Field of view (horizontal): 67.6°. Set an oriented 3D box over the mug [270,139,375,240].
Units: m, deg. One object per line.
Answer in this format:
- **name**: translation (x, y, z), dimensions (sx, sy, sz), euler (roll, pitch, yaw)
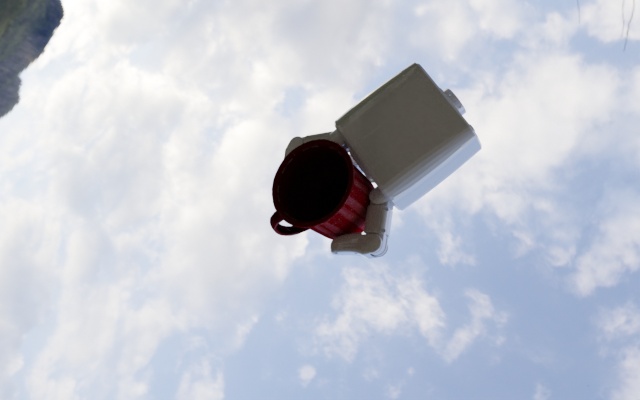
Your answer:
- **mug**: translation (-0.001, 0.003, 0.506), dimensions (0.117, 0.093, 0.081), euler (-38, -32, 12)
